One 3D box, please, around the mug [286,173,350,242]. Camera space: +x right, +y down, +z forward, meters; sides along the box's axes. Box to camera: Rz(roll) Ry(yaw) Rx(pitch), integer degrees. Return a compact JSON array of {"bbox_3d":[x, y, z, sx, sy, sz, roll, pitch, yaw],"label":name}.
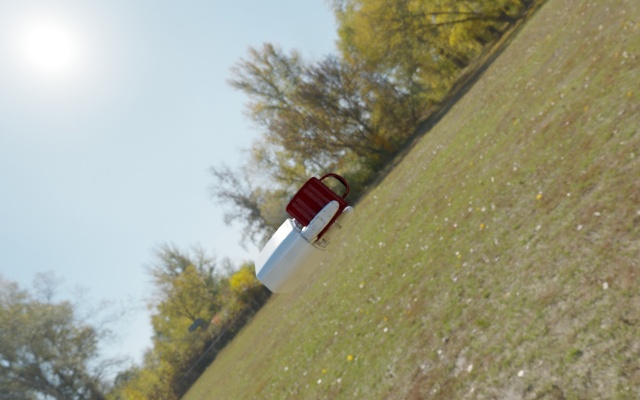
[{"bbox_3d":[0.001,0.002,0.847,0.081,0.117,0.093,40,2,2],"label":"mug"}]
